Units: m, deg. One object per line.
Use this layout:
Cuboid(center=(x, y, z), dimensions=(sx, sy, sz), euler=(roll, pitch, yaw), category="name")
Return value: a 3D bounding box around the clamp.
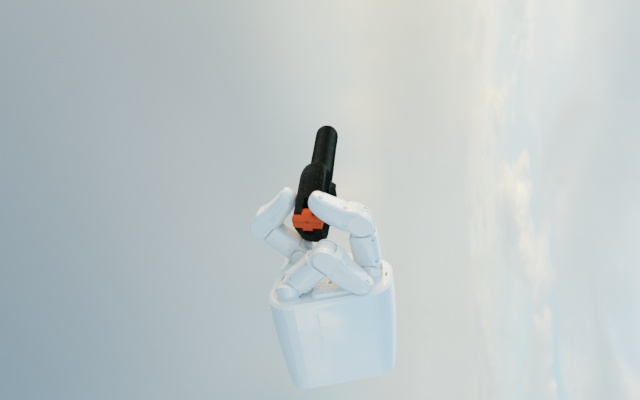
Cuboid(center=(0.001, 0.002, 0.505), dimensions=(0.039, 0.120, 0.171), euler=(-3, 27, 13), category="clamp")
